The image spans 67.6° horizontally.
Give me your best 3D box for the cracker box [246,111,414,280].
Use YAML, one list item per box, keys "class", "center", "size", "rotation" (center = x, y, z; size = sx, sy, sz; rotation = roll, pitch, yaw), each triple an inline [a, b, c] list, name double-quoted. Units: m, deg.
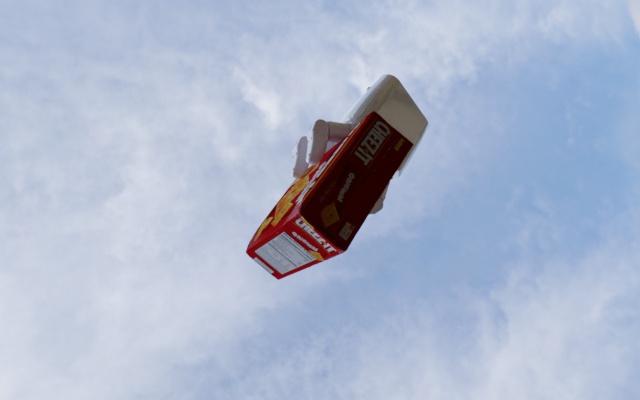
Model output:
- class: "cracker box"
  center: [0.000, 0.002, 0.599]
  size: [0.072, 0.164, 0.214]
  rotation: [39, -28, -8]
